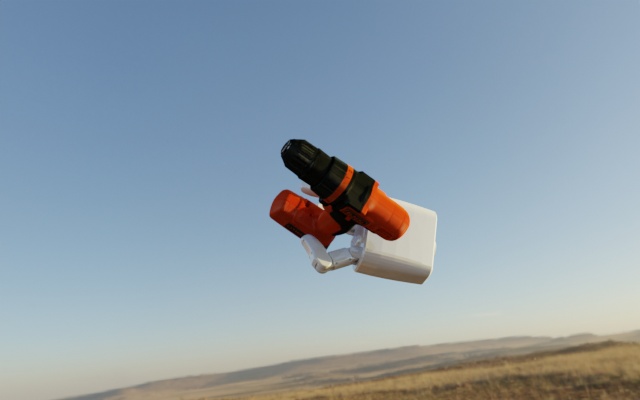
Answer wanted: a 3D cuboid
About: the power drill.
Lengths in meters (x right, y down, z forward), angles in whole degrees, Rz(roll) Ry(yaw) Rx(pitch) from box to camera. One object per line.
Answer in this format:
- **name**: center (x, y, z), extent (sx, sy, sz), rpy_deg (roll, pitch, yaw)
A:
- **power drill**: center (0.000, 0.002, 0.633), extent (0.184, 0.057, 0.188), rpy_deg (36, -24, -15)
